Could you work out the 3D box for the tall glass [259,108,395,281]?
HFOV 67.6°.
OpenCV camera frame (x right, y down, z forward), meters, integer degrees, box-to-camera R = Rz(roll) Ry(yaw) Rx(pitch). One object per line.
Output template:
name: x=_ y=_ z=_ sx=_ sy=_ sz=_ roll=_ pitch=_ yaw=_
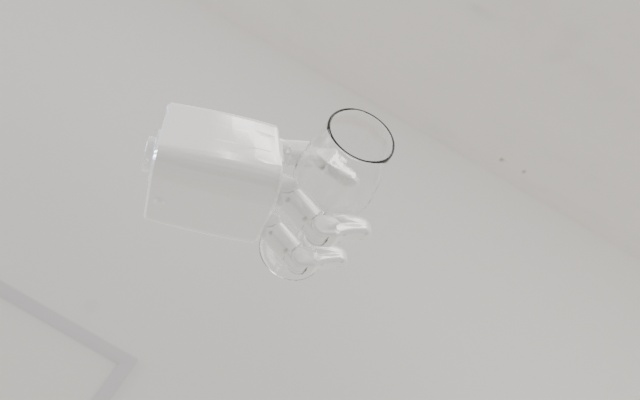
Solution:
tall glass: x=0.000 y=0.002 z=0.473 sx=0.079 sy=0.079 sz=0.201 roll=0 pitch=-35 yaw=-26
